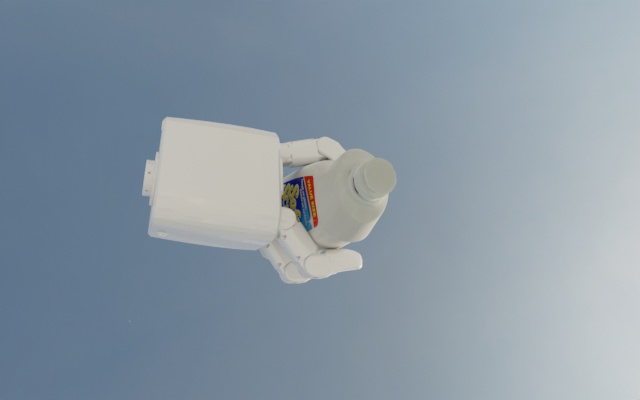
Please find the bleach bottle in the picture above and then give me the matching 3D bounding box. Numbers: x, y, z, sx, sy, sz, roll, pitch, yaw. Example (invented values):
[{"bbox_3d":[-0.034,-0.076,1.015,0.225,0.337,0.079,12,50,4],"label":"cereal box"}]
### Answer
[{"bbox_3d":[0.000,0.002,0.477,0.068,0.102,0.251,7,-16,-20],"label":"bleach bottle"}]
